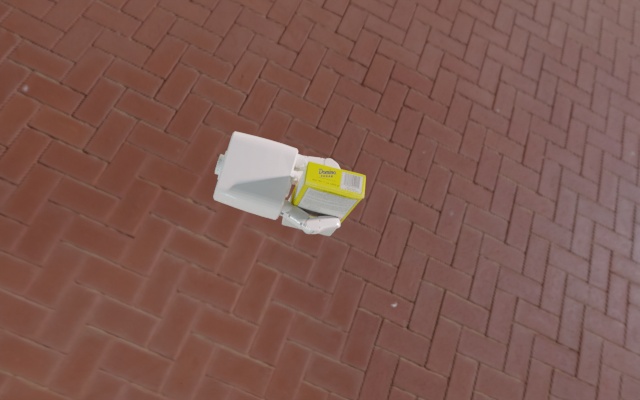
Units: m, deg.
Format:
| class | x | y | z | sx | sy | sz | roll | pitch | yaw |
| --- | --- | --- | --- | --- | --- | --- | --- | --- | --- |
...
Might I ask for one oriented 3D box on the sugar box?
| class | x | y | z | sx | sy | sz | roll | pitch | yaw |
| --- | --- | --- | --- | --- | --- | --- | --- | --- | --- |
| sugar box | 0.000 | 0.002 | 0.777 | 0.093 | 0.048 | 0.176 | 14 | -24 | -11 |
